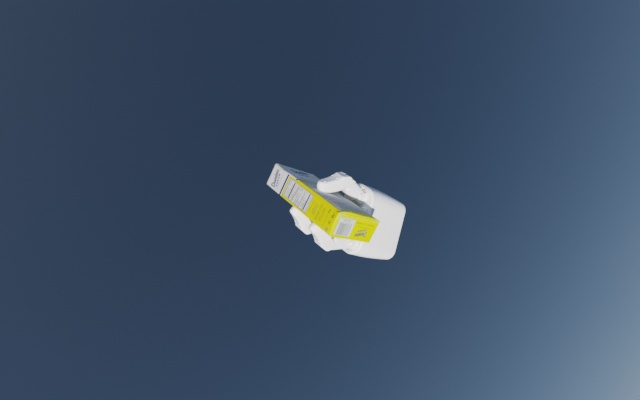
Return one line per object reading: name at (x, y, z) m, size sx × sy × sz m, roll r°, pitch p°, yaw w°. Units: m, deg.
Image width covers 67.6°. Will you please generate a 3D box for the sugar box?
sugar box at (0.000, 0.003, 0.755) m, size 0.093 × 0.048 × 0.176 m, roll 14°, pitch 14°, yaw -44°
